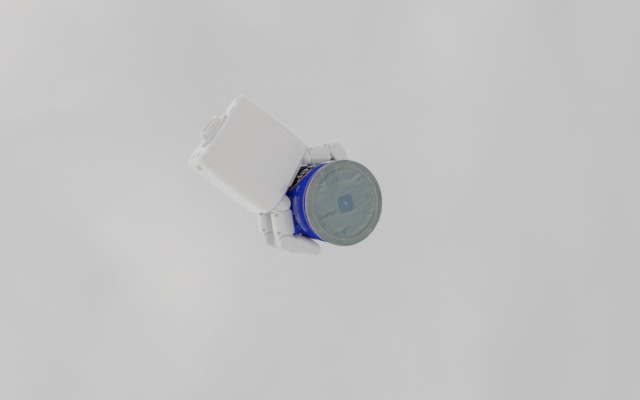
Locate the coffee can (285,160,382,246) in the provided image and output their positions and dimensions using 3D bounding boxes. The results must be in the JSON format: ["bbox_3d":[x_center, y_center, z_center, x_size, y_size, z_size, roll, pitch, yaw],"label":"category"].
[{"bbox_3d":[0.000,0.002,0.627,0.103,0.103,0.140,0,1,-26],"label":"coffee can"}]
